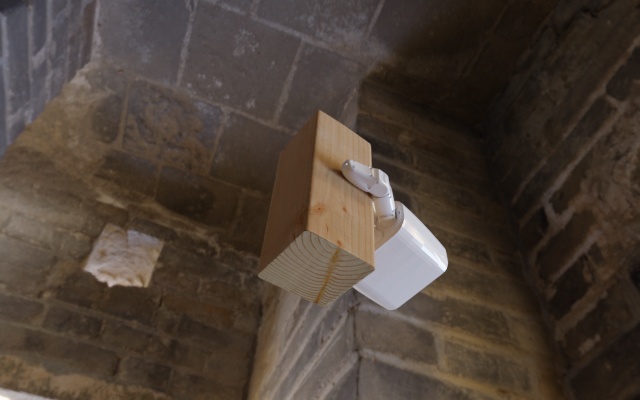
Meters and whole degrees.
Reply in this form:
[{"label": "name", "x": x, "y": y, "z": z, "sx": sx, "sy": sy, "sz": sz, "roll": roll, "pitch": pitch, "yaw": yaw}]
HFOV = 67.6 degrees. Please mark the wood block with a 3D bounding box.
[{"label": "wood block", "x": 0.001, "y": 0.002, "z": 0.554, "sx": 0.090, "sy": 0.206, "sz": 0.091, "roll": 30, "pitch": -52, "yaw": -23}]
